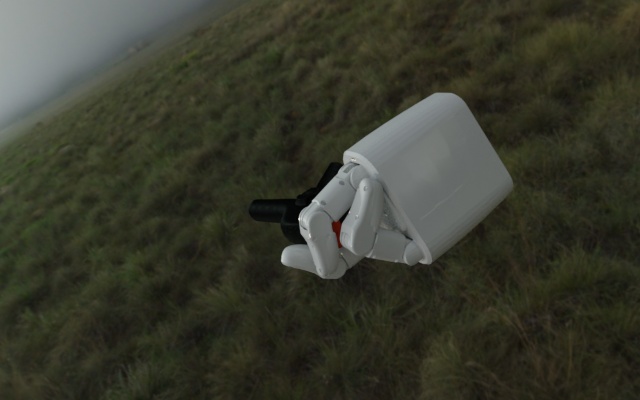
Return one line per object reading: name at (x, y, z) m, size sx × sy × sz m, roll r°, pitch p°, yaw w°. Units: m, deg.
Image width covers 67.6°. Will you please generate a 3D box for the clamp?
clamp at (0.000, 0.001, 0.488) m, size 0.120 × 0.039 × 0.171 m, roll -35°, pitch 25°, yaw -14°
